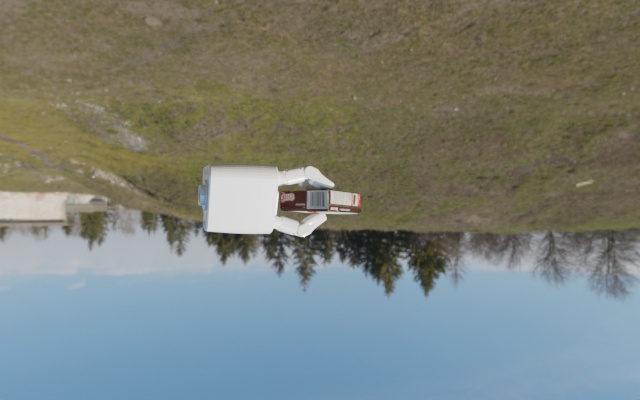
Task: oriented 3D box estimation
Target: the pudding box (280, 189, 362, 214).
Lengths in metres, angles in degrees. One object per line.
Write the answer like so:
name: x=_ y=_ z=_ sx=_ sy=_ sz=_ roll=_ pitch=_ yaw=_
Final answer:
pudding box: x=0.000 y=0.003 z=0.819 sx=0.113 sy=0.039 sz=0.090 roll=2 pitch=-2 yaw=41
